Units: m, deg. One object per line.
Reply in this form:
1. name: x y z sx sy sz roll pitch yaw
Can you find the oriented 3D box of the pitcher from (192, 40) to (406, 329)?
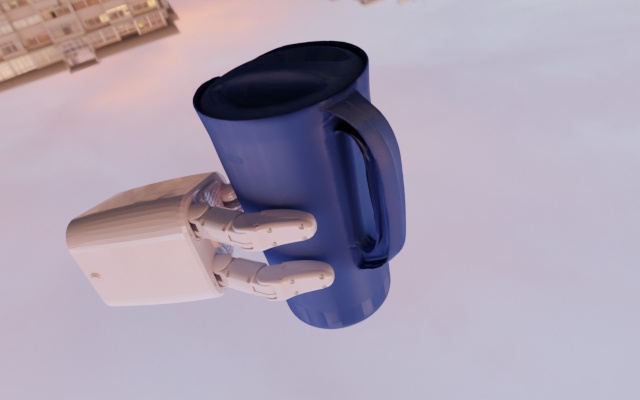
1. pitcher: 0.000 0.001 0.410 0.145 0.243 0.149 -8 36 10
